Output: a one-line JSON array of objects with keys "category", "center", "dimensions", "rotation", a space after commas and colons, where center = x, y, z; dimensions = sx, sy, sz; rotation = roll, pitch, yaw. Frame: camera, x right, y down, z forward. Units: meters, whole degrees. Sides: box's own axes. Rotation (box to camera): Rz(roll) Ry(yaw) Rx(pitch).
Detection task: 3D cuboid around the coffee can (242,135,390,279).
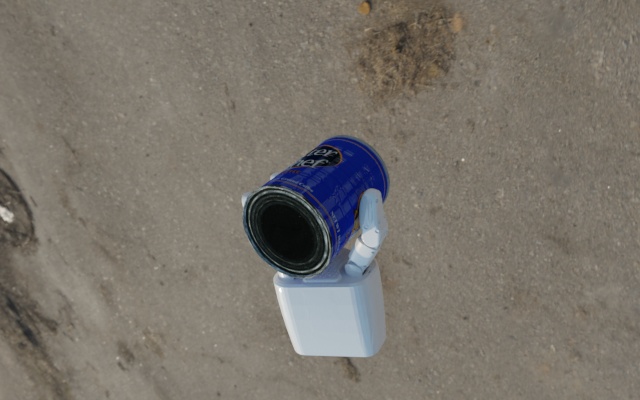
[{"category": "coffee can", "center": [0.000, 0.001, 0.509], "dimensions": [0.103, 0.103, 0.140], "rotation": [0, 26, 33]}]
